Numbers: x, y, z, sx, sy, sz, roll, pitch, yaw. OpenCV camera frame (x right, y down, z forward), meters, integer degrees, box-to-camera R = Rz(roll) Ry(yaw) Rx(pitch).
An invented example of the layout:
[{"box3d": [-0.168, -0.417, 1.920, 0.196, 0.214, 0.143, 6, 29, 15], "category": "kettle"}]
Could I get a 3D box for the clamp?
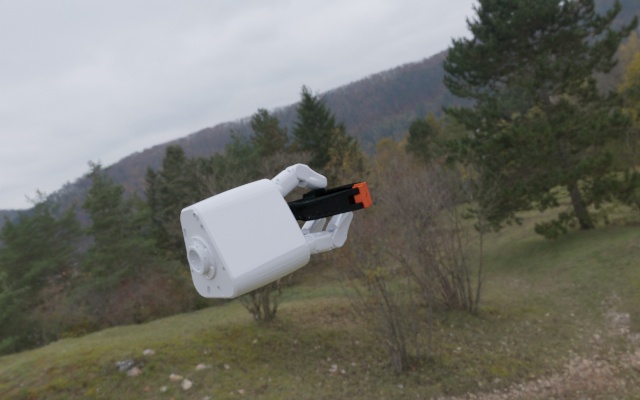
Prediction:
[{"box3d": [0.000, 0.001, 0.634, 0.164, 0.036, 0.210, -23, 7, -41], "category": "clamp"}]
